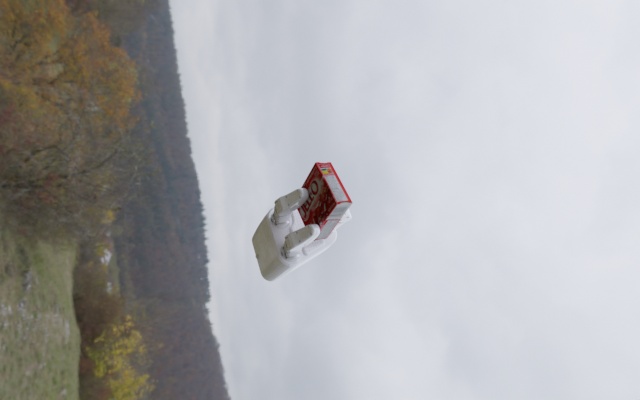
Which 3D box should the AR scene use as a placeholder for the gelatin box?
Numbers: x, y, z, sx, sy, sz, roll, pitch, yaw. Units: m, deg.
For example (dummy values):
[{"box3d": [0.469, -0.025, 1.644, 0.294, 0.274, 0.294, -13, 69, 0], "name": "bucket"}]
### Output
[{"box3d": [0.001, 0.002, 0.666, 0.030, 0.073, 0.089, -5, -35, -33], "name": "gelatin box"}]
